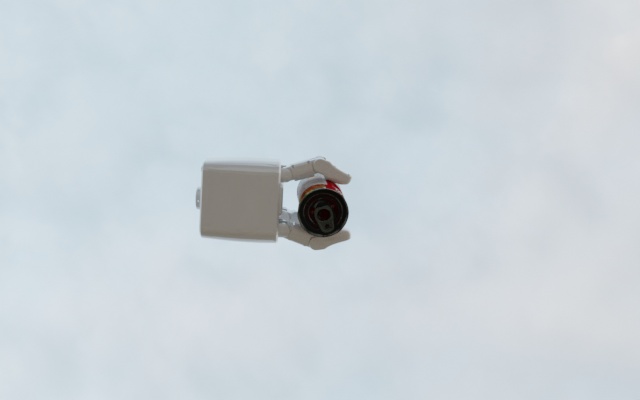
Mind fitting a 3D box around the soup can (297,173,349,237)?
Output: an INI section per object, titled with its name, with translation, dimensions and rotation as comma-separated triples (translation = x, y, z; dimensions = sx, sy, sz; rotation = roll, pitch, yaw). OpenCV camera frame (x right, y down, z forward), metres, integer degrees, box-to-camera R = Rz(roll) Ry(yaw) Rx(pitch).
[soup can]
translation = 0.001, 0.002, 0.672
dimensions = 0.068, 0.068, 0.102
rotation = 0, 17, -4
